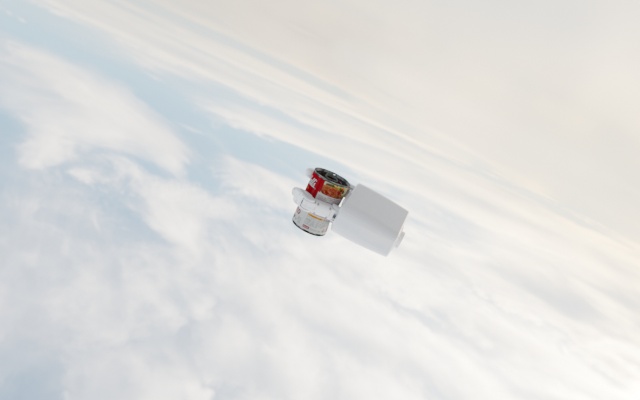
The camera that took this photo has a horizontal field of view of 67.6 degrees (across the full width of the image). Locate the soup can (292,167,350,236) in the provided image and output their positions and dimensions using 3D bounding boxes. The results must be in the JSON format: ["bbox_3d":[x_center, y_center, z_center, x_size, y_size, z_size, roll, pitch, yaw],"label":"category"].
[{"bbox_3d":[0.000,0.003,0.833,0.068,0.102,0.068,23,17,-8],"label":"soup can"}]
